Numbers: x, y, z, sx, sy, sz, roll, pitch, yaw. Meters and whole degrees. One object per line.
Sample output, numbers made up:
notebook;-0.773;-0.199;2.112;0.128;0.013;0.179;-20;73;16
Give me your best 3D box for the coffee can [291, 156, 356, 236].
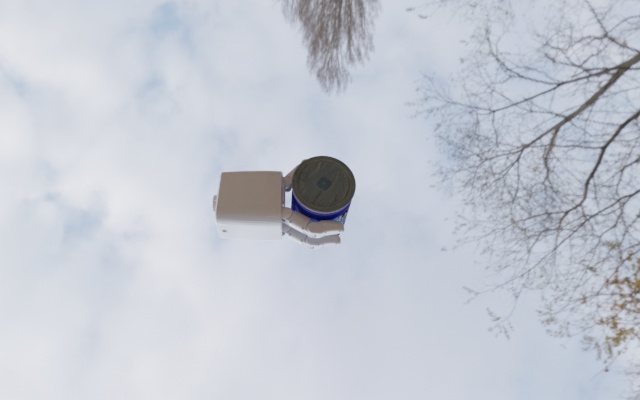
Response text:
coffee can;0.000;0.003;0.819;0.103;0.102;0.140;0;-26;-5
